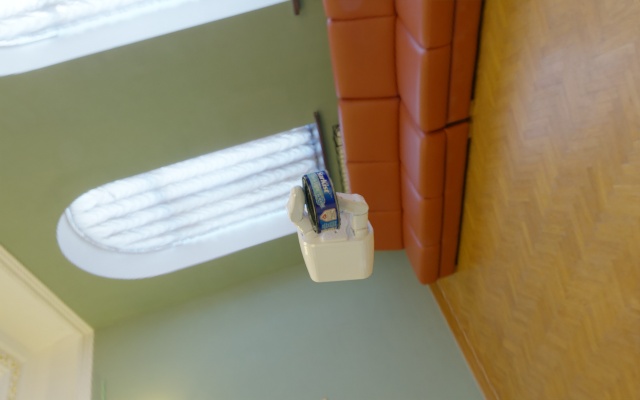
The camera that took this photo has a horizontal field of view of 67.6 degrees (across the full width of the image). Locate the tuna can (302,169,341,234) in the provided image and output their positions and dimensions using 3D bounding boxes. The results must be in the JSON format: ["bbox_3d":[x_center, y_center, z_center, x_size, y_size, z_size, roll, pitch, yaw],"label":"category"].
[{"bbox_3d":[0.000,0.002,0.661,0.034,0.086,0.086,-13,2,-8],"label":"tuna can"}]
